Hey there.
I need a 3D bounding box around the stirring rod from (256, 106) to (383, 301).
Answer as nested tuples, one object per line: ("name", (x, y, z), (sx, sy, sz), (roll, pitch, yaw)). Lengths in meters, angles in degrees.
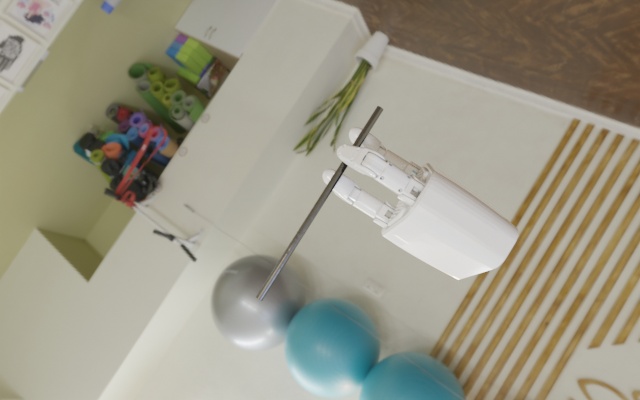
("stirring rod", (0.000, 0.002, 0.507), (0.011, 0.239, 0.011), (32, -3, 2))
